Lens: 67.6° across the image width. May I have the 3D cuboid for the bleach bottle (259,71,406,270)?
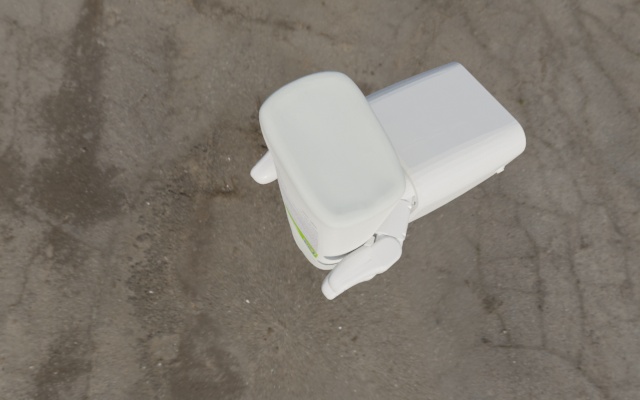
[{"bbox_3d":[0.000,0.001,0.400,0.068,0.102,0.251,-26,-12,-11],"label":"bleach bottle"}]
